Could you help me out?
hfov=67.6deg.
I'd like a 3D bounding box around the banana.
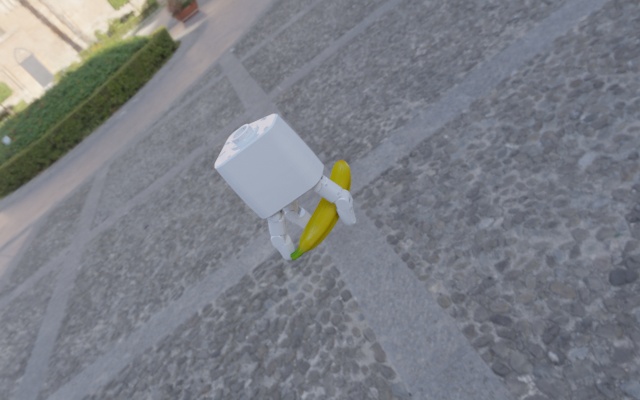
[{"bbox_3d":[0.011,0.003,0.750,0.069,0.197,0.037,-9,-46,48],"label":"banana"}]
